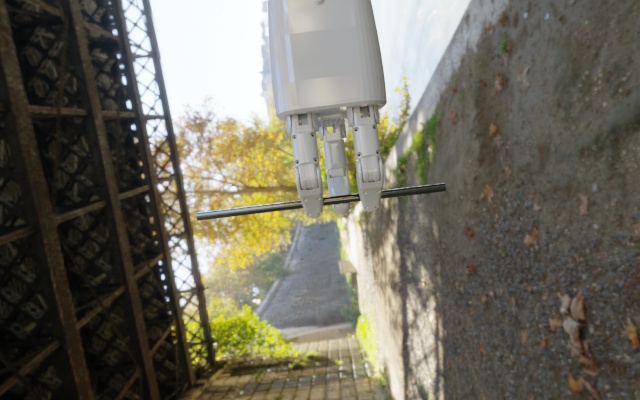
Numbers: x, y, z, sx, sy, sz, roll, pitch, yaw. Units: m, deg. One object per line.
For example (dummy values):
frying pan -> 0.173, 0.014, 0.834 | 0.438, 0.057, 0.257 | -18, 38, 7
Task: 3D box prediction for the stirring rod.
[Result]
stirring rod -> 0.000, 0.001, 0.461 | 0.239, 0.011, 0.011 | -7, 0, 1
